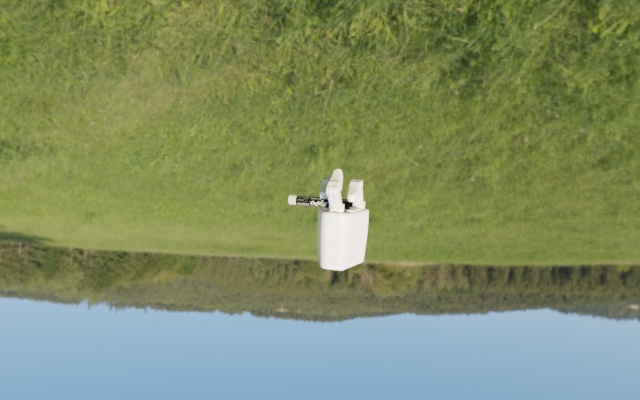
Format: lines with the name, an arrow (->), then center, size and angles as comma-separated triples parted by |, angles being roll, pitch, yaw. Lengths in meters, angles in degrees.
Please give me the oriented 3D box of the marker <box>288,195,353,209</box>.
marker -> 0.000, 0.003, 0.884 | 0.121, 0.020, 0.020 | 5, 1, 14
